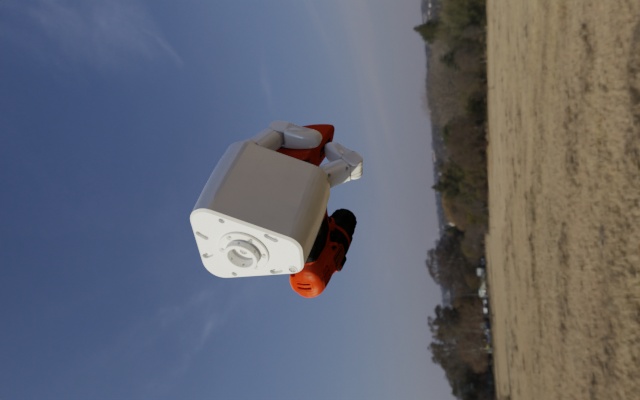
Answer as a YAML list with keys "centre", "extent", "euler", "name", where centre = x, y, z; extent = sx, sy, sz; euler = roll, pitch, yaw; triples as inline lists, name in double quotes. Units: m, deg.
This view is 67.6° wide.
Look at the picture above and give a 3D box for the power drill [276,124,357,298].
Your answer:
- centre: [0.000, 0.002, 0.613]
  extent: [0.057, 0.188, 0.184]
  euler: [-2, 25, 20]
  name: "power drill"
